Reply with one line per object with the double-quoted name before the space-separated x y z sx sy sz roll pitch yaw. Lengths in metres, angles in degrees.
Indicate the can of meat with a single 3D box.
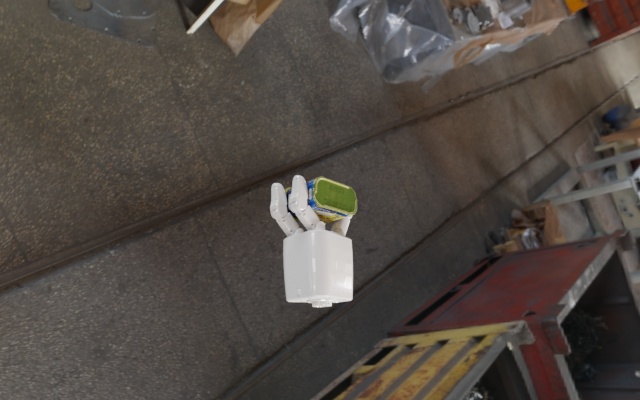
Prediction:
"can of meat" 0.000 0.003 0.818 0.102 0.057 0.084 17 -24 -38
